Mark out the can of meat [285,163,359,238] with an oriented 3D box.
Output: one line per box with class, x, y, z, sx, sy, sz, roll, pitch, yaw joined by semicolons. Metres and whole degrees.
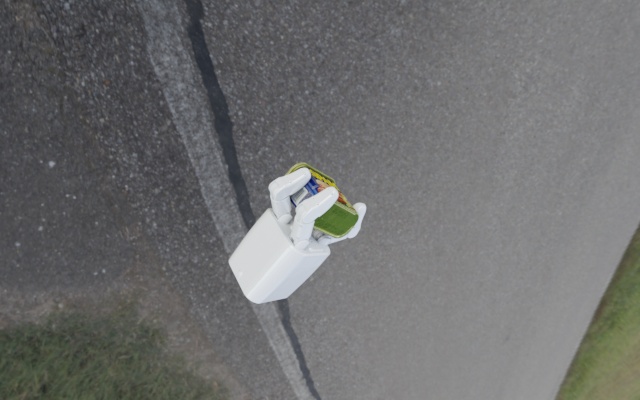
can of meat;0.000;0.002;0.697;0.102;0.057;0.084;27;20;-49
